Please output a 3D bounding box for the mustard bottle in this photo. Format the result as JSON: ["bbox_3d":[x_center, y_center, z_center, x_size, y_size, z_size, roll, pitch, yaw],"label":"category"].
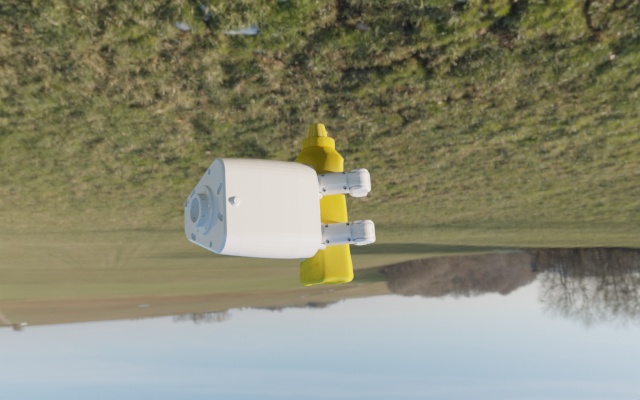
[{"bbox_3d":[0.000,0.002,0.564,0.058,0.191,0.096,-2,-12,-11],"label":"mustard bottle"}]
